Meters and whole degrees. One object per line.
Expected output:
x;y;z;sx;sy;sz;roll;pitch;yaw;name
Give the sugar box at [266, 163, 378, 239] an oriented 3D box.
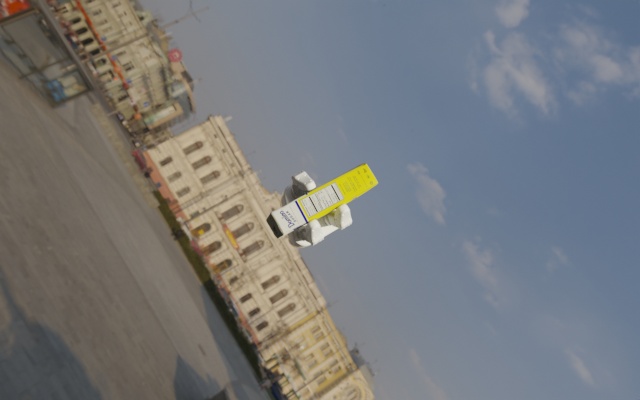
0.000;0.003;0.782;0.176;0.048;0.093;-31;-3;-14;sugar box
